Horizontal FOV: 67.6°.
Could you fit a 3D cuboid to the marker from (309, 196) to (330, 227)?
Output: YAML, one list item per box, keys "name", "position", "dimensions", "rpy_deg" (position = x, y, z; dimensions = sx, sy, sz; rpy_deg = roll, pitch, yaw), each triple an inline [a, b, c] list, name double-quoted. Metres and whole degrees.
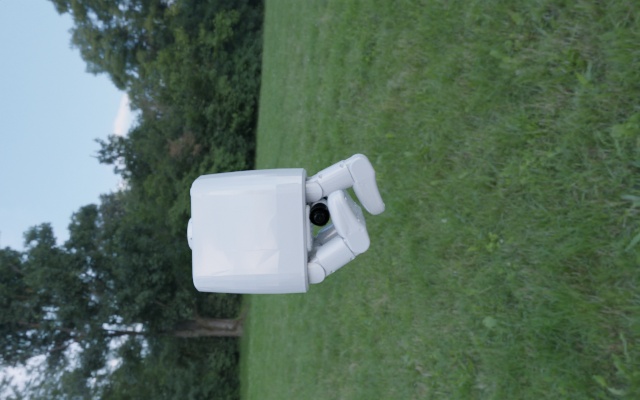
- name: "marker"
  position: [0.000, 0.002, 0.478]
  dimensions: [0.020, 0.020, 0.121]
  rpy_deg: [0, 14, 1]
